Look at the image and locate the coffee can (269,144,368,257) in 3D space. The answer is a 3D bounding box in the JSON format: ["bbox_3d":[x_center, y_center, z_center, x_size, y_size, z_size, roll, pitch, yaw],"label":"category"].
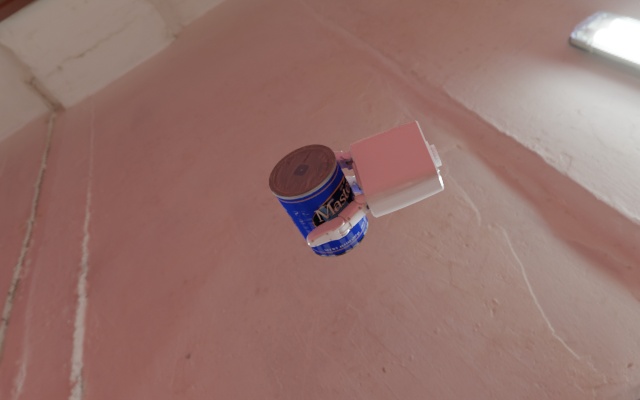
[{"bbox_3d":[0.000,0.002,0.711,0.103,0.102,0.140,0,-41,31],"label":"coffee can"}]
